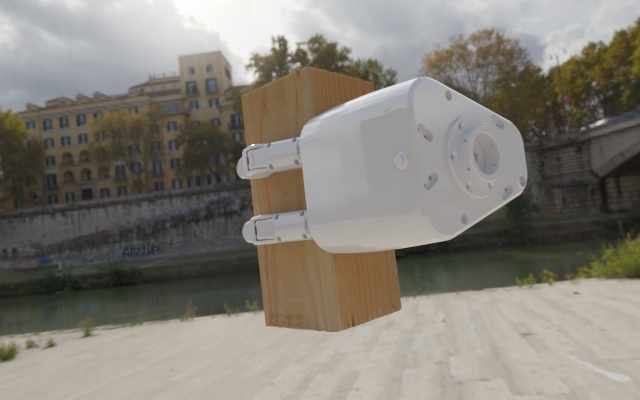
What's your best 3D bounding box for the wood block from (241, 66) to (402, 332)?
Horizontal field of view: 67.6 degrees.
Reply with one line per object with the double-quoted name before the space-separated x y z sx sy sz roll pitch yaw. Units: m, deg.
"wood block" 0.001 0.001 0.425 0.090 0.206 0.091 -10 -5 43
